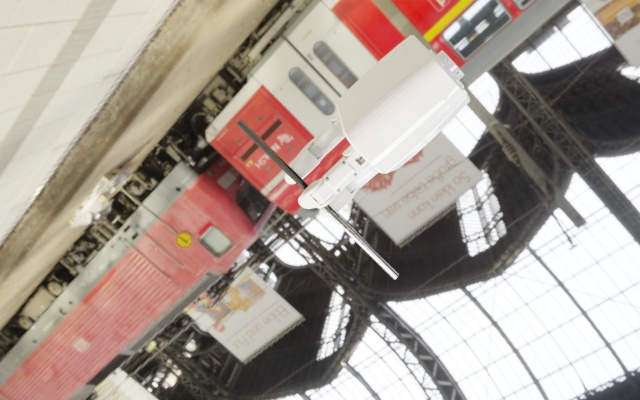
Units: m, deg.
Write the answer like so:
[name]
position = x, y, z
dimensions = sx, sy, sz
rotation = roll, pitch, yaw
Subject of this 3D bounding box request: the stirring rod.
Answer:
[stirring rod]
position = 0.000, 0.002, 0.513
dimensions = 0.239, 0.011, 0.011
rotation = 45, -10, -10
